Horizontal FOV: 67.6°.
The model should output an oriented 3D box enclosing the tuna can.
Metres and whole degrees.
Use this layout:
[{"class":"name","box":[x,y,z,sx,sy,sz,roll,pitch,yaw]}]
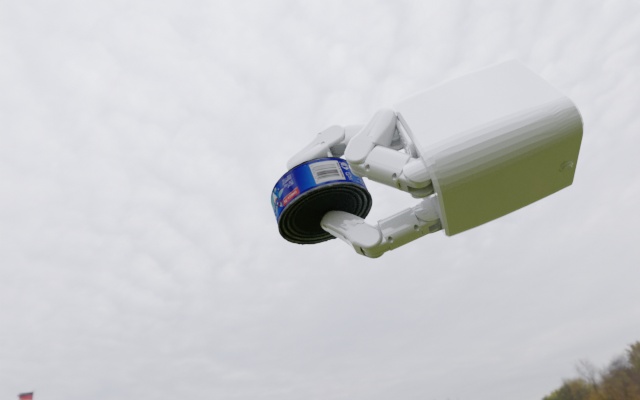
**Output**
[{"class":"tuna can","box":[0.000,0.001,0.421,0.086,0.033,0.086,-14,-34,-10]}]
